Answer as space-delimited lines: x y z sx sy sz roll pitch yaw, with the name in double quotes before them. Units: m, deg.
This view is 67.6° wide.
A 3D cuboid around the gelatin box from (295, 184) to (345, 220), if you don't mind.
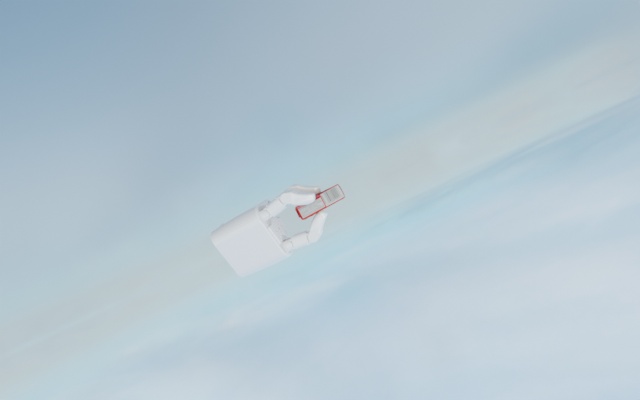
"gelatin box" 0.001 0.003 0.866 0.089 0.030 0.073 -28 -2 2
